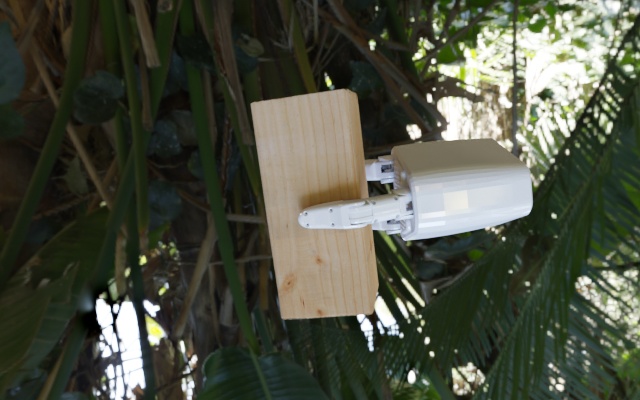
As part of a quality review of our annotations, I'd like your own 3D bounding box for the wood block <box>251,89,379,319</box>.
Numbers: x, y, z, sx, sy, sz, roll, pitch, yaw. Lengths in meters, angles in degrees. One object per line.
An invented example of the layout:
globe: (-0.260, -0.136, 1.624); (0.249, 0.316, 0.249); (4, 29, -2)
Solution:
wood block: (0.000, 0.002, 0.475); (0.090, 0.206, 0.091); (-6, 8, 11)
